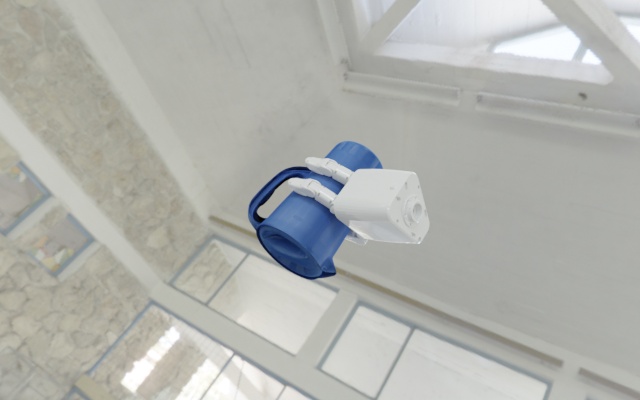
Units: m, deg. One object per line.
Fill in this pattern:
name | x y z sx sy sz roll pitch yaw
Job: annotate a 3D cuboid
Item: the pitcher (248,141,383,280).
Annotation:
pitcher | 0.000 0.003 0.838 0.145 0.149 0.242 4 47 46
